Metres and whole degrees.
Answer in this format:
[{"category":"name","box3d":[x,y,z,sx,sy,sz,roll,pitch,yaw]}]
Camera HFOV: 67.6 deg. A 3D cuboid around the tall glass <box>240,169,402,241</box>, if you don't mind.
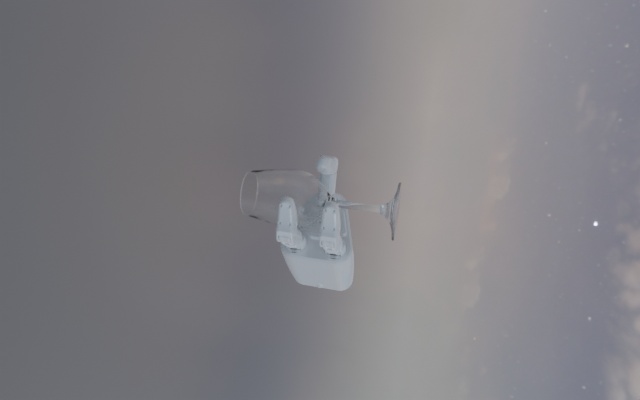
[{"category":"tall glass","box3d":[0.001,0.002,0.621,0.201,0.079,0.079,7,1,12]}]
